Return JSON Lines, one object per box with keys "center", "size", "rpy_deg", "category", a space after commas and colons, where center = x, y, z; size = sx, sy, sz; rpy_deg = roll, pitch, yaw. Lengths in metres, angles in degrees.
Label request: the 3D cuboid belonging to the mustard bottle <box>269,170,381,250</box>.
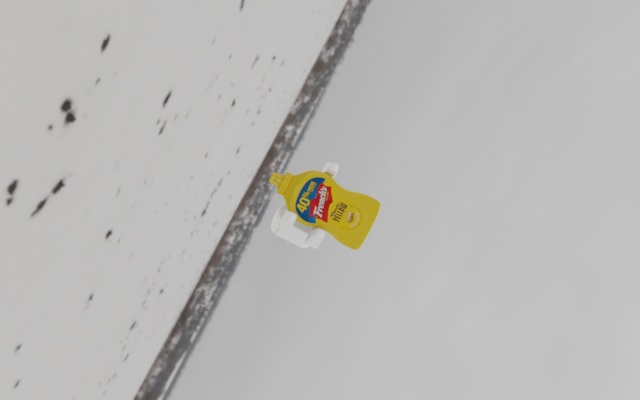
{"center": [0.000, 0.003, 0.824], "size": [0.191, 0.096, 0.058], "rpy_deg": [27, 2, -6], "category": "mustard bottle"}
